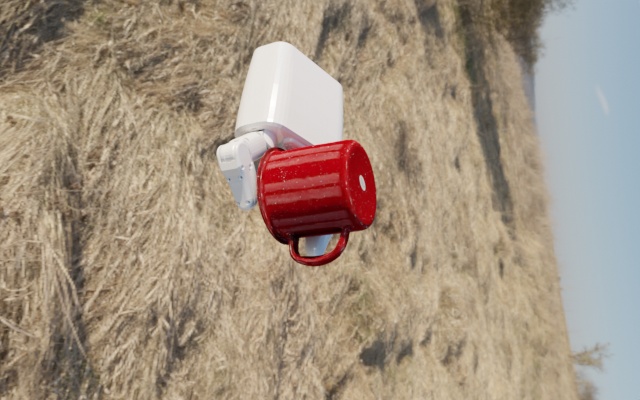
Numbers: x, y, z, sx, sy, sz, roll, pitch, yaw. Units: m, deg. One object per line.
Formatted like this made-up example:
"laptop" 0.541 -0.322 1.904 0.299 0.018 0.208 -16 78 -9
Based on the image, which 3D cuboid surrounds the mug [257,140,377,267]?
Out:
"mug" 0.000 0.003 0.428 0.081 0.117 0.093 -8 -28 24
